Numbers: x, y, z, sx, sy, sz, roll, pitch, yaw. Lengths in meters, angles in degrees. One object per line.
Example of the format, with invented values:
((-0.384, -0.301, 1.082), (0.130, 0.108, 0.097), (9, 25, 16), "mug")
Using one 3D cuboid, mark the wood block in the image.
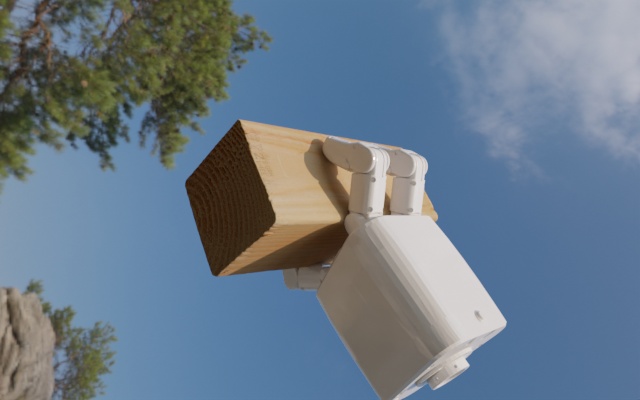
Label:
((0.000, 0.002, 0.429), (0.206, 0.090, 0.091), (2, -33, -46), "wood block")
